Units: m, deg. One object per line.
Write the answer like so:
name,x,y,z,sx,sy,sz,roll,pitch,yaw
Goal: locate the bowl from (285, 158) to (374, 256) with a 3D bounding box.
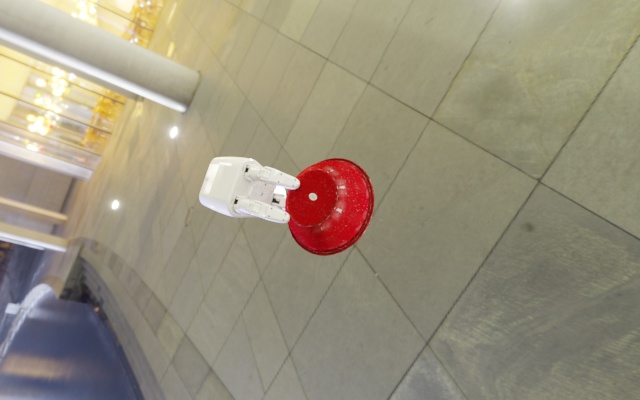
bowl,0.001,0.002,0.744,0.162,0.162,0.055,0,-14,32
